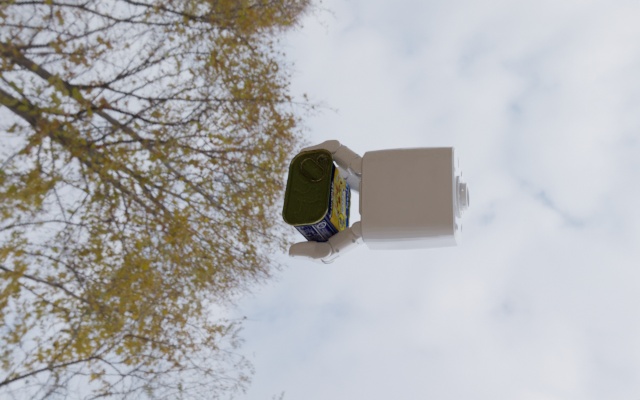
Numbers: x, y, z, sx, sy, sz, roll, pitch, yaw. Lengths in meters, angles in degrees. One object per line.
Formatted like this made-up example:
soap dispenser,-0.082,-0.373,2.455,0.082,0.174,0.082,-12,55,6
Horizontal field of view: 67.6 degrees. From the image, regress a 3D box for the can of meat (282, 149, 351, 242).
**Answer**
can of meat,0.000,0.002,0.592,0.057,0.102,0.084,-7,-31,22
